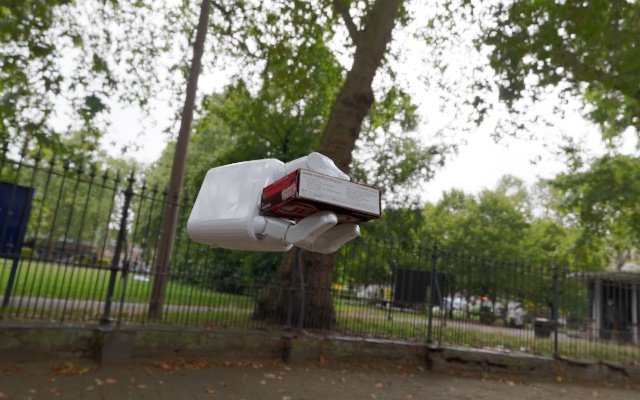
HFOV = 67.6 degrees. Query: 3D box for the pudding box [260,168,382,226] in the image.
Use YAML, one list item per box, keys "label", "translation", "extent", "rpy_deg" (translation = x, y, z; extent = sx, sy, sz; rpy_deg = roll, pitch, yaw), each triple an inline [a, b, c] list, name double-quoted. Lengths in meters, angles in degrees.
- label: "pudding box"
  translation: [0.000, 0.002, 0.548]
  extent: [0.113, 0.039, 0.090]
  rpy_deg: [11, -17, -30]
